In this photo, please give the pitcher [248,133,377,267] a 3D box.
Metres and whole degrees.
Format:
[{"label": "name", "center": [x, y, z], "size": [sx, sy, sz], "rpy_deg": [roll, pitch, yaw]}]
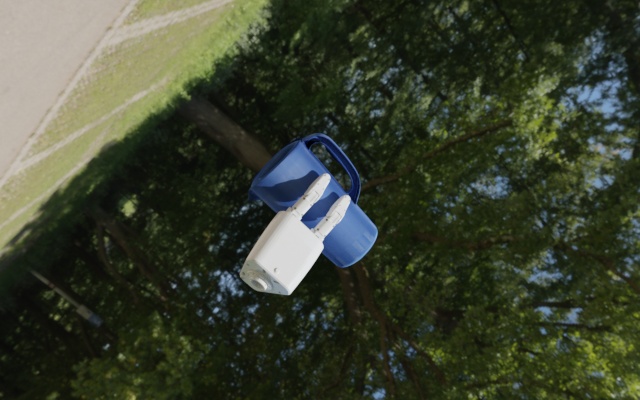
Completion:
[{"label": "pitcher", "center": [0.000, 0.003, 0.894], "size": [0.149, 0.243, 0.145], "rpy_deg": [-25, 25, 53]}]
